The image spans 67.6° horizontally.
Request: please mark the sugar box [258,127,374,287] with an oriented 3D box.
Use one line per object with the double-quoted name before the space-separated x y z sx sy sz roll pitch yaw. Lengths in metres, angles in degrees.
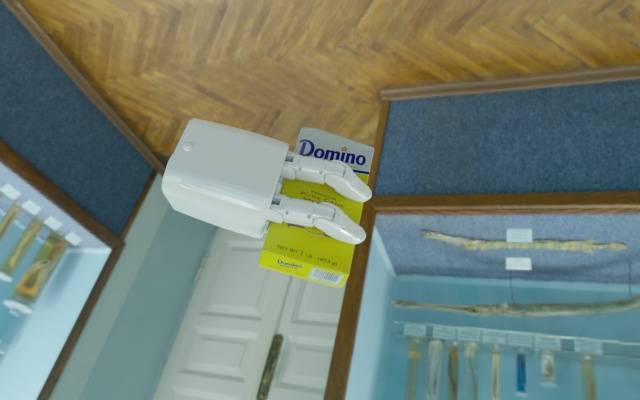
"sugar box" 0.000 0.002 0.533 0.093 0.176 0.048 17 -32 -4
